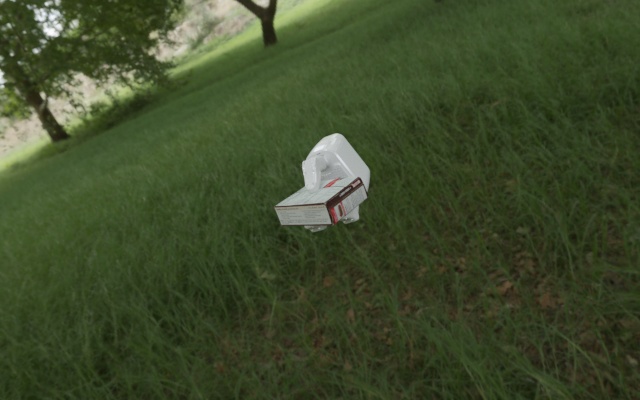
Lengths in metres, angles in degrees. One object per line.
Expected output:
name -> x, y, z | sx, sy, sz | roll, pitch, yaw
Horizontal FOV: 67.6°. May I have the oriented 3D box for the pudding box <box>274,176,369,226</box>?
pudding box -> 0.000, 0.002, 0.709 | 0.113, 0.039, 0.090 | -6, 24, 46
